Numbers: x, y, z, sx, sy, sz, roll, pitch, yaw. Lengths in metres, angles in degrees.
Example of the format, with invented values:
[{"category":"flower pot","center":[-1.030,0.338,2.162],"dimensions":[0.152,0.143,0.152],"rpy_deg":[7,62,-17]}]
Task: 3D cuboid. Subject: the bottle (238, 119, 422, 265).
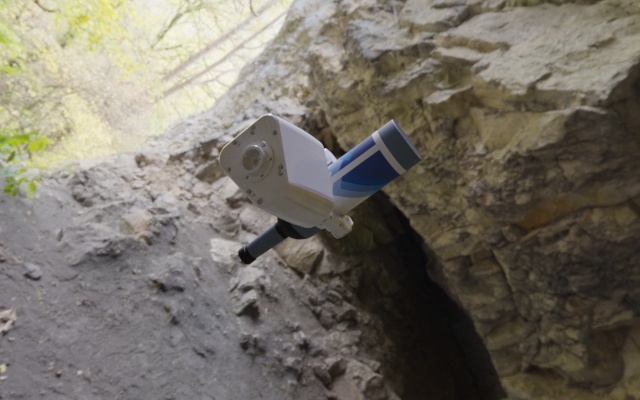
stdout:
[{"category":"bottle","center":[0.000,0.002,0.671],"dimensions":[0.296,0.069,0.069],"rpy_deg":[-36,-12,17]}]
